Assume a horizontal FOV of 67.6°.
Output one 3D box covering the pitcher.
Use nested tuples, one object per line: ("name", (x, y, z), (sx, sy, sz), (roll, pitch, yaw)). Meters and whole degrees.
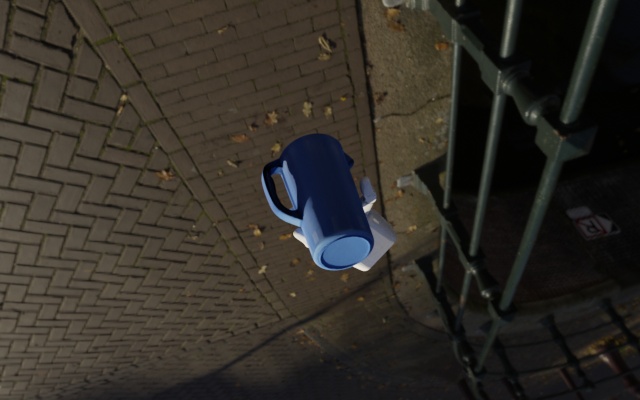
("pitcher", (0.000, 0.003, 0.866), (0.149, 0.242, 0.145), (-34, -43, 17))
